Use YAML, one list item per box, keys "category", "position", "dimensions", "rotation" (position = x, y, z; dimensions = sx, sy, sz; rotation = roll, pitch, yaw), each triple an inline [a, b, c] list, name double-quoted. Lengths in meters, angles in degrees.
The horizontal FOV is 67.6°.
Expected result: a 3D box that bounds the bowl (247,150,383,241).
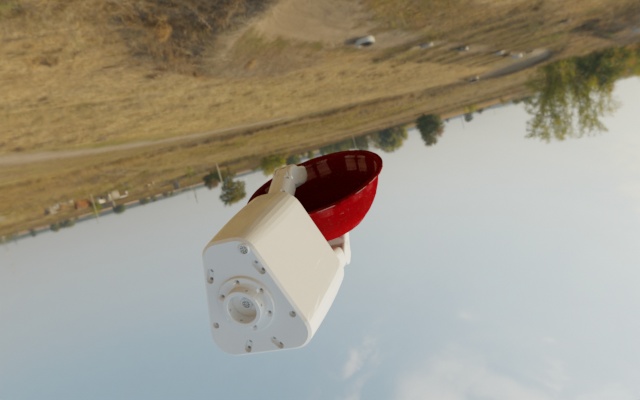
- category: "bowl"
  position: [0.001, 0.001, 0.543]
  dimensions: [0.162, 0.055, 0.162]
  rotation: [-18, 23, 8]
